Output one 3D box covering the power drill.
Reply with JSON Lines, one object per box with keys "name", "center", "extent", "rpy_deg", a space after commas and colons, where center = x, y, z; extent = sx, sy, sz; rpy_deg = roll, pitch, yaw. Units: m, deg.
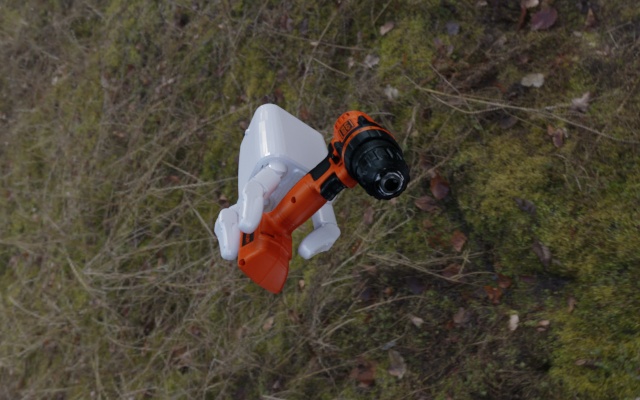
{"name": "power drill", "center": [0.000, 0.002, 0.465], "extent": [0.057, 0.188, 0.184], "rpy_deg": [42, 13, -17]}
